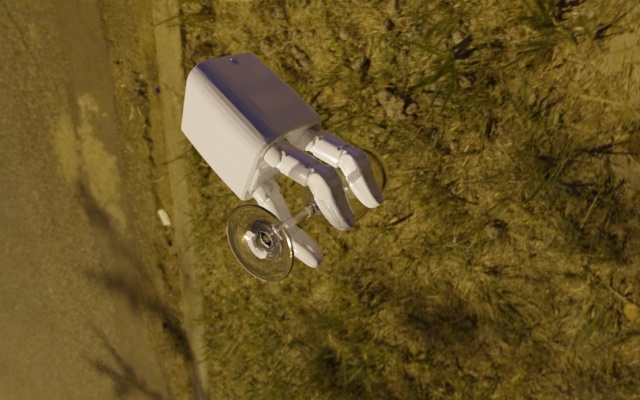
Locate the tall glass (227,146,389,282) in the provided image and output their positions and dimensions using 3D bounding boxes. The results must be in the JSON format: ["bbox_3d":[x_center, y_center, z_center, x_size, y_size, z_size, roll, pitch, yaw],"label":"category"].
[{"bbox_3d":[0.000,0.002,0.486,0.079,0.079,0.201,0,21,35],"label":"tall glass"}]
